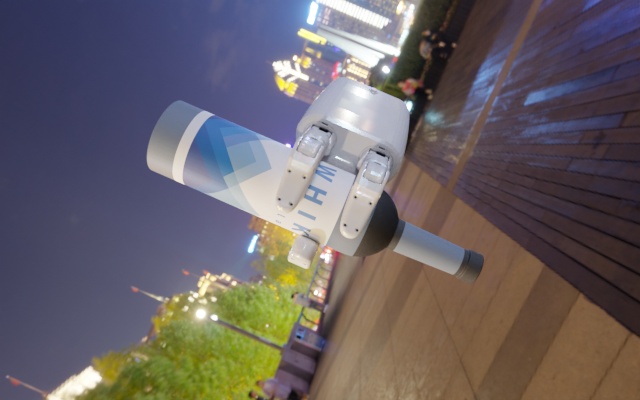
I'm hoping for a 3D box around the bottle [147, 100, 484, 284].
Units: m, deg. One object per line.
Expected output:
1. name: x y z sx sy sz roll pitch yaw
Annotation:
1. bottle: 0.000 0.001 0.416 0.296 0.069 0.069 23 0 1
